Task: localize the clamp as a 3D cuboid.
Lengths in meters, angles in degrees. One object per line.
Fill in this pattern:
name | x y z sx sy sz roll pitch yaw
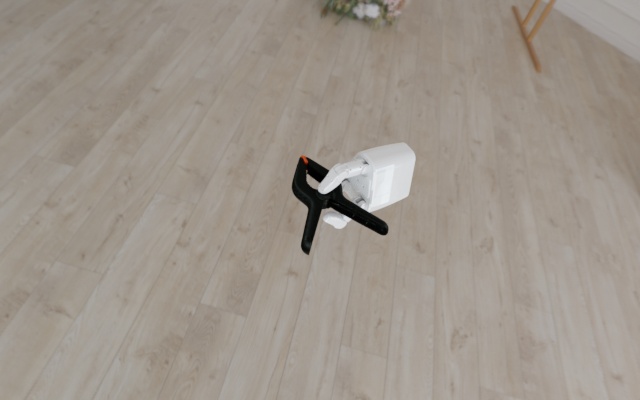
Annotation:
clamp | 0.000 0.002 0.839 0.164 0.210 0.036 -17 -35 -31
